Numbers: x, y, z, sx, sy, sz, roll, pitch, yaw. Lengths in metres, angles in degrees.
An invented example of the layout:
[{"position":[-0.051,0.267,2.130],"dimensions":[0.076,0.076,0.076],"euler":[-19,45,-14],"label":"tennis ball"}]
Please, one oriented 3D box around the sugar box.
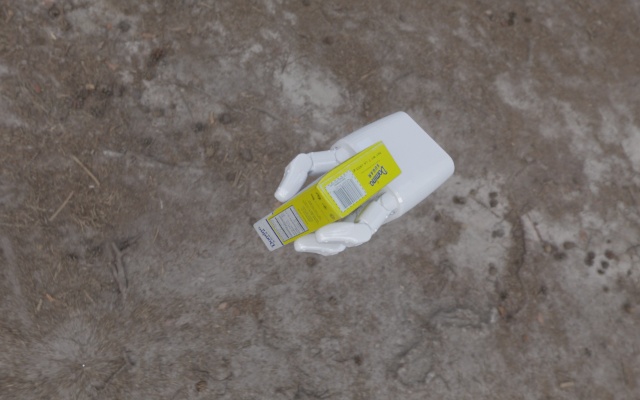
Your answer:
[{"position":[0.001,0.002,0.521],"dimensions":[0.093,0.048,0.176],"euler":[-34,0,-31],"label":"sugar box"}]
